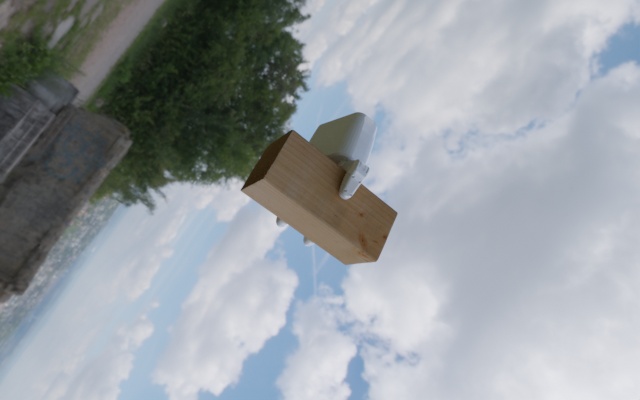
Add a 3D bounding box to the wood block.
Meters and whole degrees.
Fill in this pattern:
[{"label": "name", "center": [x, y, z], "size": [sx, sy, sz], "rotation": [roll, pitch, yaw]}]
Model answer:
[{"label": "wood block", "center": [0.001, 0.002, 0.706], "size": [0.206, 0.090, 0.091], "rotation": [37, -26, -19]}]
